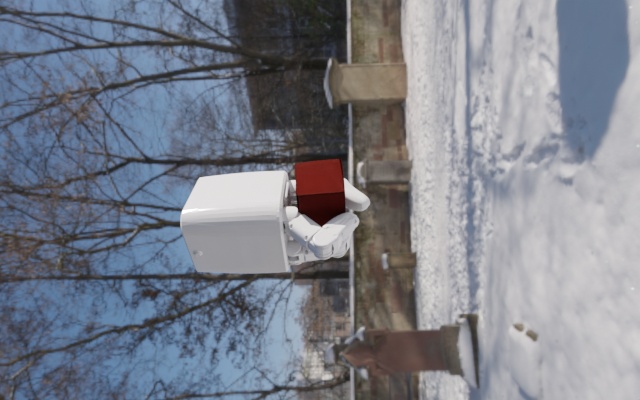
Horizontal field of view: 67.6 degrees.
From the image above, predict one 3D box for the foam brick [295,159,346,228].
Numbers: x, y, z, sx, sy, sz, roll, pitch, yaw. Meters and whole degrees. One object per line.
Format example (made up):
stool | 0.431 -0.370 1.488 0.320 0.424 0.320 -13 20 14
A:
foam brick | 0.000 0.001 0.520 0.051 0.078 0.053 -3 45 0
